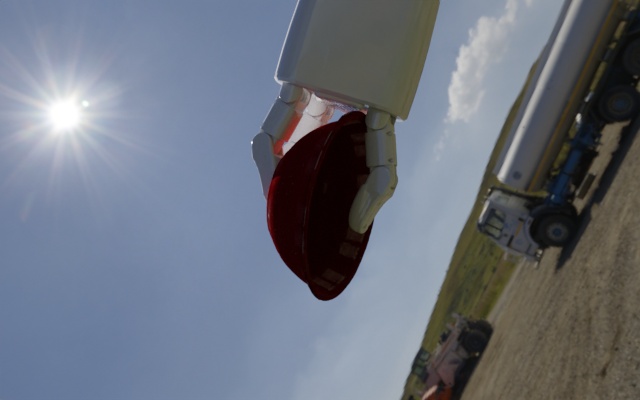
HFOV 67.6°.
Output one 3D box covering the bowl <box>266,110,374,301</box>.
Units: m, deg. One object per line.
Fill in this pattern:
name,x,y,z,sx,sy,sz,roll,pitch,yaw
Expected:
bowl,-0.001,0.003,0.413,0.055,0.162,0.162,10,4,24
